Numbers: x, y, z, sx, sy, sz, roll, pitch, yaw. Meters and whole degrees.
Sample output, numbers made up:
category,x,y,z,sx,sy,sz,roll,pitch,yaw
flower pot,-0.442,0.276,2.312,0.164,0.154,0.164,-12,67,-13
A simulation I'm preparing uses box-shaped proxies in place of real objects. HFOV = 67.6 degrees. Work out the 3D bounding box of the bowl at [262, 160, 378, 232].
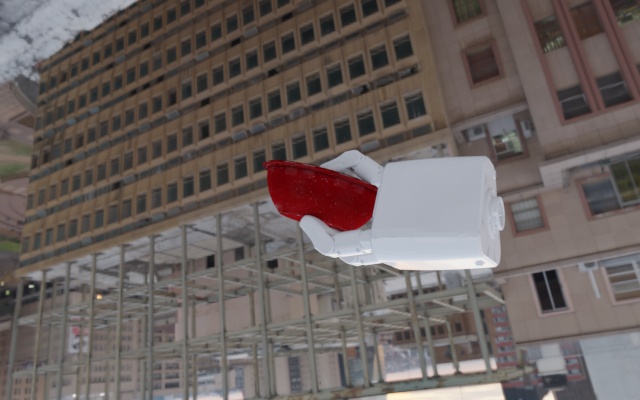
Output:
category,x,y,z,sx,sy,sz,roll,pitch,yaw
bowl,-0.001,0.002,0.587,0.162,0.055,0.162,15,-7,2
